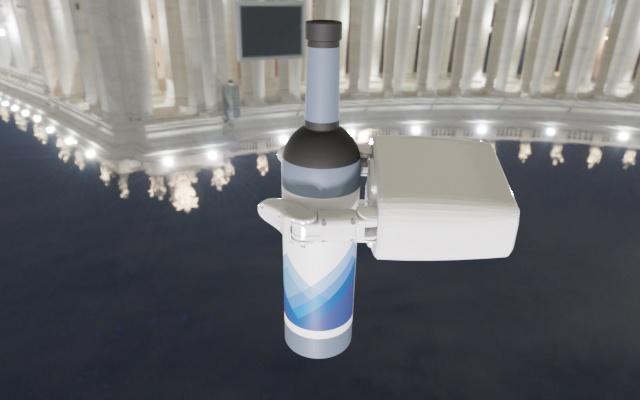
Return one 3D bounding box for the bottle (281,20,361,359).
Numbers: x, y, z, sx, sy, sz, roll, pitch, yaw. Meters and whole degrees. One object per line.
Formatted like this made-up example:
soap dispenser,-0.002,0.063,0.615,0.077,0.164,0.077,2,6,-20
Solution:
bottle,0.000,0.002,0.414,0.069,0.296,0.069,1,25,0
